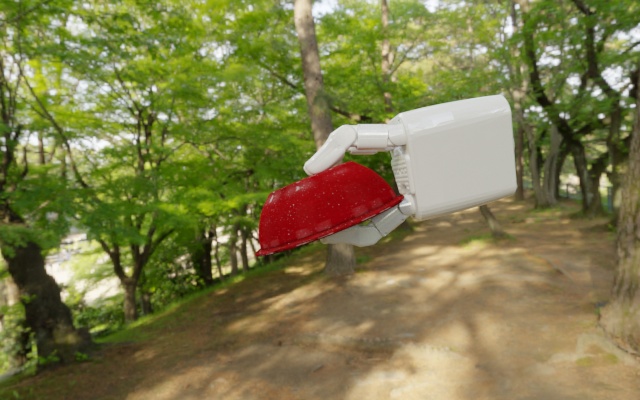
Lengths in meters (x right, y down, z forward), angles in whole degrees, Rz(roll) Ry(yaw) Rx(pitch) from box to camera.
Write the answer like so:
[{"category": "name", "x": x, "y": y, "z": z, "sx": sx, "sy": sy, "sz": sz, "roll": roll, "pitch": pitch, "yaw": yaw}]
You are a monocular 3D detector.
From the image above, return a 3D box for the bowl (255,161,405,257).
[{"category": "bowl", "x": -0.001, "y": 0.002, "z": 0.484, "sx": 0.162, "sy": 0.055, "sz": 0.162, "roll": -22, "pitch": 2, "yaw": 1}]
